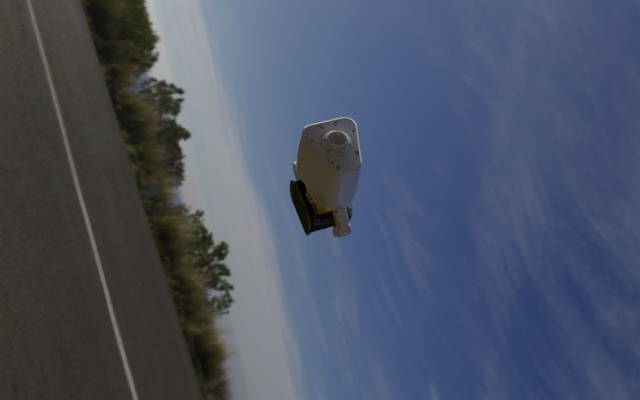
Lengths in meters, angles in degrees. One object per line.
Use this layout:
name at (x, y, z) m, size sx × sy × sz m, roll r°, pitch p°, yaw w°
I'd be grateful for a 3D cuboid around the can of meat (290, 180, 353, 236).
can of meat at (0.000, 0.003, 0.858) m, size 0.084 × 0.102 × 0.057 m, roll -15°, pitch -31°, yaw -15°
